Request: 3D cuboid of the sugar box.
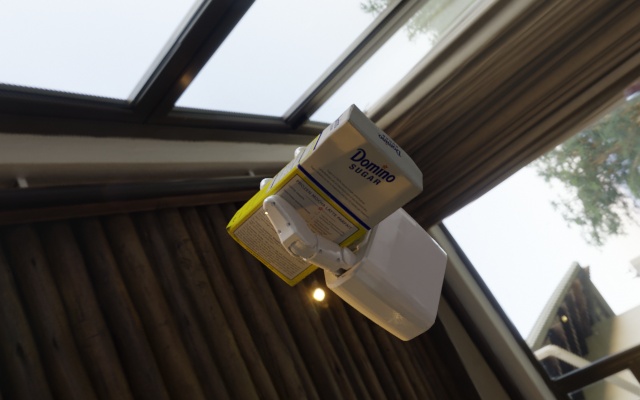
[{"bbox_3d":[0.000,0.001,0.452,0.176,0.093,0.048,-40,17,28],"label":"sugar box"}]
